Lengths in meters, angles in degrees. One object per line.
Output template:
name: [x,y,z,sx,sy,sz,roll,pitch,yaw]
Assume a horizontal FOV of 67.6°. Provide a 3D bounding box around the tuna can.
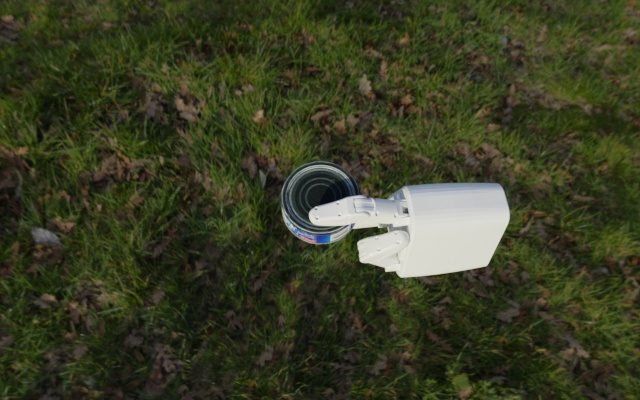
tuna can: [0.000,0.001,0.513,0.086,0.086,0.034,0,-22,-1]
